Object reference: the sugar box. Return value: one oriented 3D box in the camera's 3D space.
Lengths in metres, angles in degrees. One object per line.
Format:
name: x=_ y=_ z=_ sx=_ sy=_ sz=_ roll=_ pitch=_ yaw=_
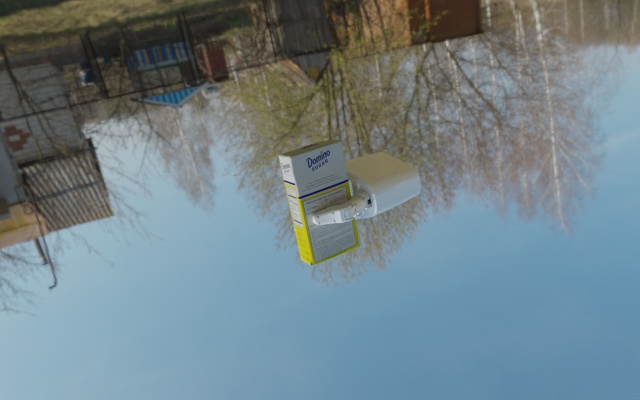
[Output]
sugar box: x=0.000 y=0.002 z=0.735 sx=0.093 sy=0.176 sz=0.048 roll=-20 pitch=18 yaw=-27
